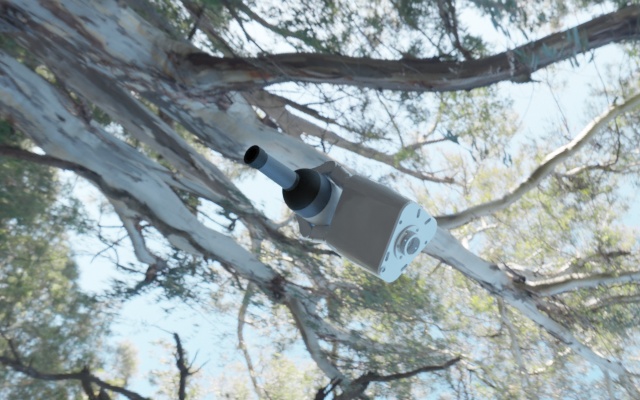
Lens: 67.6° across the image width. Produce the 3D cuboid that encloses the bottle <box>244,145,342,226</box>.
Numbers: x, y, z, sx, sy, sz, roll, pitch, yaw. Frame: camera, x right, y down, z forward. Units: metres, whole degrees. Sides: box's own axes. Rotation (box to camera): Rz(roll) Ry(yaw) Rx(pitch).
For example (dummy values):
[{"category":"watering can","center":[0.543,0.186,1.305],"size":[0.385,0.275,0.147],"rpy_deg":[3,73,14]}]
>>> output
[{"category":"bottle","center":[0.000,0.002,0.701],"size":[0.069,0.069,0.296],"rpy_deg":[0,-24,41]}]
